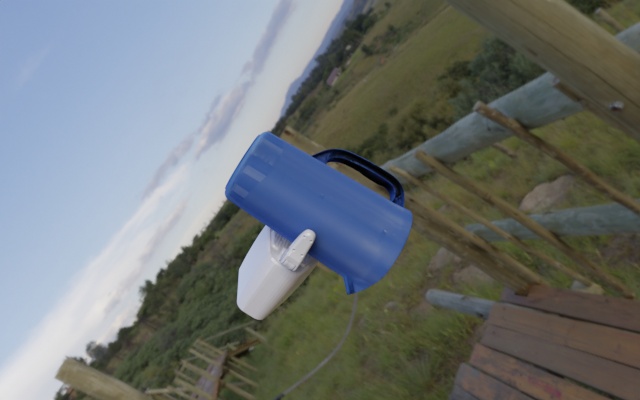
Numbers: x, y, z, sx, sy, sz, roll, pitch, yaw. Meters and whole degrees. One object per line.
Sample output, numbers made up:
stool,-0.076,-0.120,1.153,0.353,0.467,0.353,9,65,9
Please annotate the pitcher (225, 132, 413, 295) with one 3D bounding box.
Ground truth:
pitcher,0.000,0.002,0.669,0.243,0.145,0.149,32,23,-7
